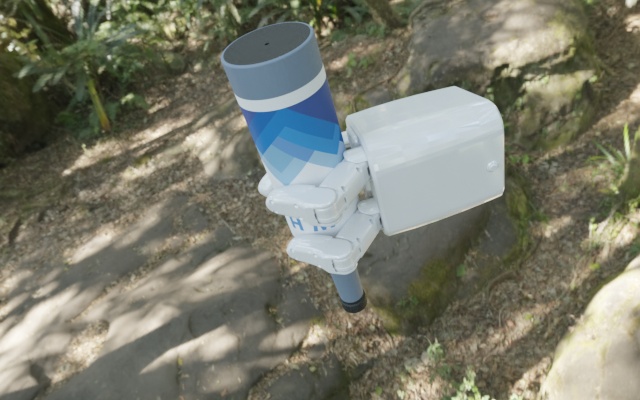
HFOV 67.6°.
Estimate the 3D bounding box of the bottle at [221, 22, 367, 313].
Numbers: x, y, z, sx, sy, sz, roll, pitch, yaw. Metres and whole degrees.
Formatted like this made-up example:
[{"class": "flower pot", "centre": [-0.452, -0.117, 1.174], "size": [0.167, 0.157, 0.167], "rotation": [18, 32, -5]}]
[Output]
[{"class": "bottle", "centre": [0.000, 0.001, 0.416], "size": [0.069, 0.296, 0.069], "rotation": [-11, 40, 9]}]
